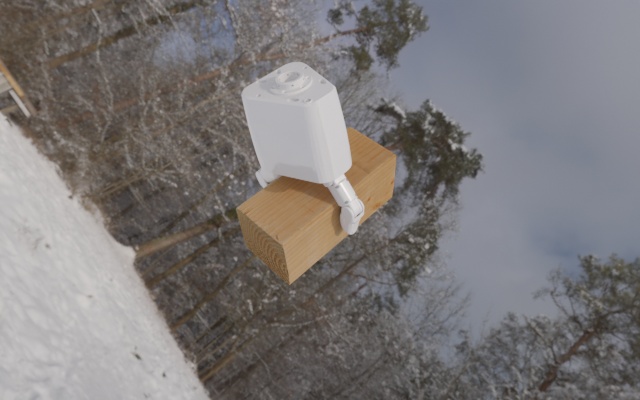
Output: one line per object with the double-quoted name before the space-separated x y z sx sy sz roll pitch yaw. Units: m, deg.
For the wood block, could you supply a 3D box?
"wood block" 0.000 0.002 0.645 0.206 0.090 0.090 -38 58 -26
